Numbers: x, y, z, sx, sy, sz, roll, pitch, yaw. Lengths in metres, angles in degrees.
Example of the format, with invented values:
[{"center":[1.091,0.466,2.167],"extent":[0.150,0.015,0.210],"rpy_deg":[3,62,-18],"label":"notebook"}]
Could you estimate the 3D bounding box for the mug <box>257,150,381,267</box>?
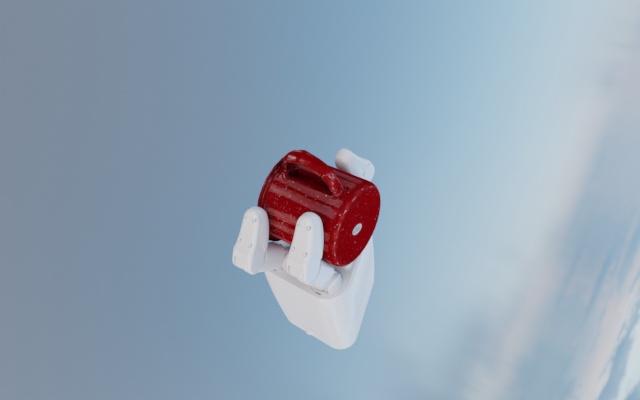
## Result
[{"center":[0.000,0.000,0.429],"extent":[0.081,0.093,0.117],"rpy_deg":[23,-33,29],"label":"mug"}]
